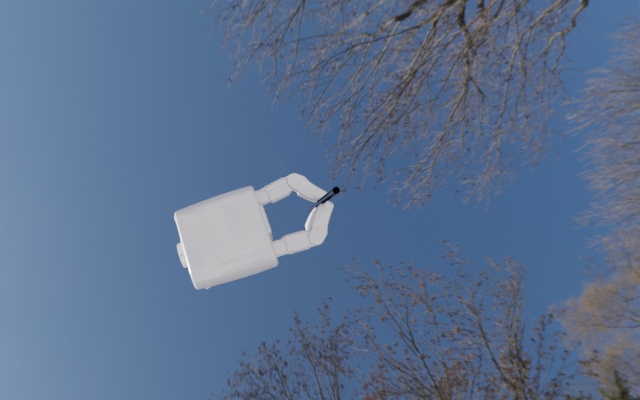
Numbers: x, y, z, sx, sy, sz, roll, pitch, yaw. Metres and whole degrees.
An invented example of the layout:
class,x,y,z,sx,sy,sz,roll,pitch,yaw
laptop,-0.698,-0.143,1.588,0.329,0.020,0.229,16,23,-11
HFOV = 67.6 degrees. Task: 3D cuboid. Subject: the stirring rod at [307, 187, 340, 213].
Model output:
class,x,y,z,sx,sy,sz,roll,pitch,yaw
stirring rod,0.000,0.002,0.629,0.011,0.011,0.239,0,-6,-8
